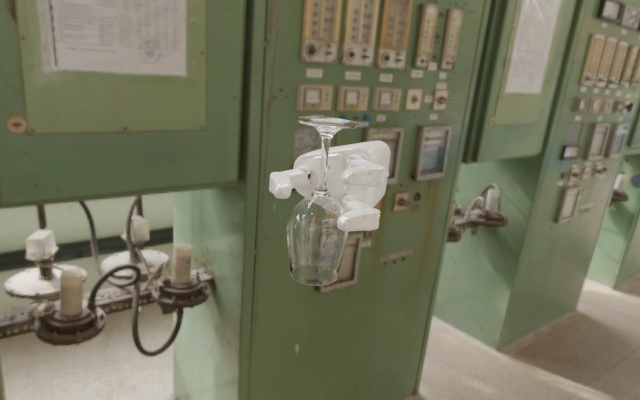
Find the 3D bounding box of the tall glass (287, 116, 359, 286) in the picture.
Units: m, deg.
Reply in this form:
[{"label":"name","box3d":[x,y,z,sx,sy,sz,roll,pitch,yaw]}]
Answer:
[{"label":"tall glass","box3d":[0.000,0.001,0.589,0.079,0.201,0.079,5,17,-2]}]
